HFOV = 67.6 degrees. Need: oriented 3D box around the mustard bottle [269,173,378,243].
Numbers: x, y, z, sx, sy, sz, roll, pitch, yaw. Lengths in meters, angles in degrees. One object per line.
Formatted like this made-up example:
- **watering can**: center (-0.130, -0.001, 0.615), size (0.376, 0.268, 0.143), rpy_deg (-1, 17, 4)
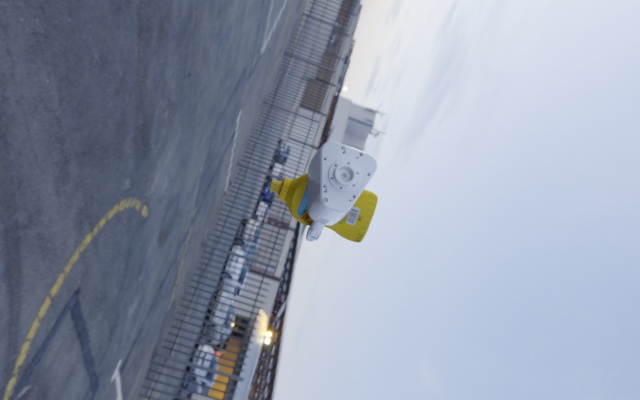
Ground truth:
- **mustard bottle**: center (0.000, 0.003, 0.866), size (0.191, 0.096, 0.058), rpy_deg (19, 11, -6)
